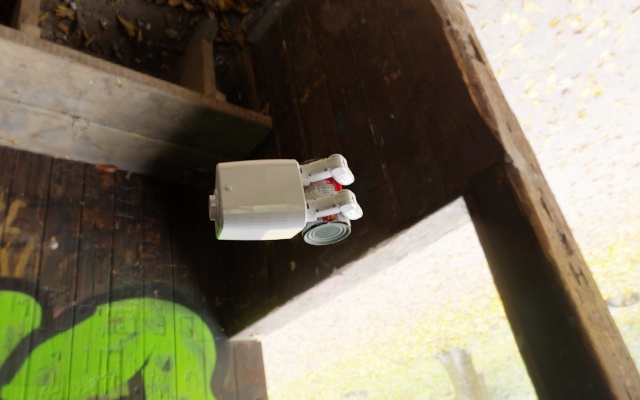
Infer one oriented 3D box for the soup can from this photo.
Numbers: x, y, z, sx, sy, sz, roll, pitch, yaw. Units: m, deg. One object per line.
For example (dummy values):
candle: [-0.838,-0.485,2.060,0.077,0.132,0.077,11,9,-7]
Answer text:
soup can: [0.001,0.002,0.666,0.068,0.102,0.068,-9,-29,-5]
